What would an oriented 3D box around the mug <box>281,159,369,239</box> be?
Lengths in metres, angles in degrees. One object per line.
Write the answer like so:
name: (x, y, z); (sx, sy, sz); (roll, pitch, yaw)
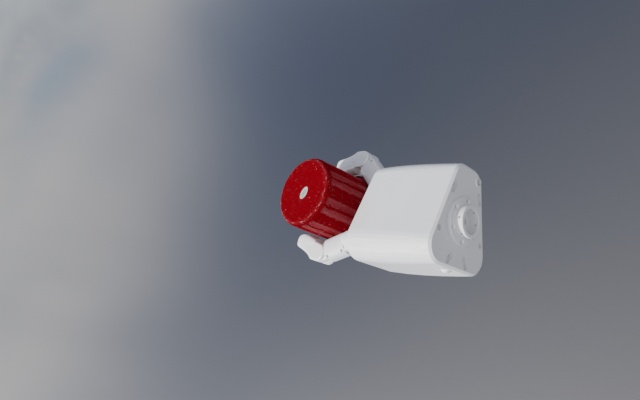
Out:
mug: (-0.001, 0.002, 0.570); (0.081, 0.093, 0.117); (24, -17, -39)
